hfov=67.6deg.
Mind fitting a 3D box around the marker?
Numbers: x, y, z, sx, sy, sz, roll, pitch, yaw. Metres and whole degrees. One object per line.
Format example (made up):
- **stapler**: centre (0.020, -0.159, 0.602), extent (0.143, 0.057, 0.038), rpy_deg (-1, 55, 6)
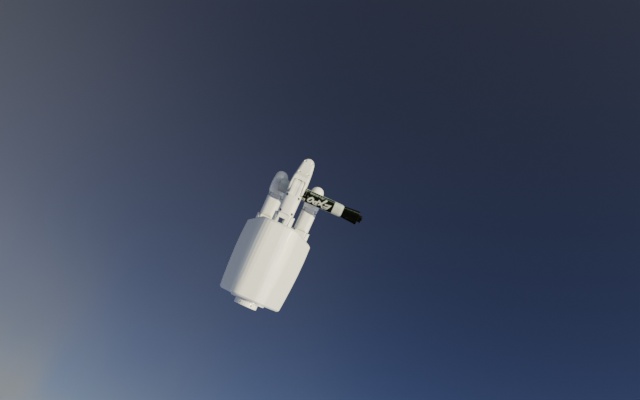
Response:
- **marker**: centre (0.000, 0.002, 0.648), extent (0.121, 0.020, 0.020), rpy_deg (24, 0, 0)
